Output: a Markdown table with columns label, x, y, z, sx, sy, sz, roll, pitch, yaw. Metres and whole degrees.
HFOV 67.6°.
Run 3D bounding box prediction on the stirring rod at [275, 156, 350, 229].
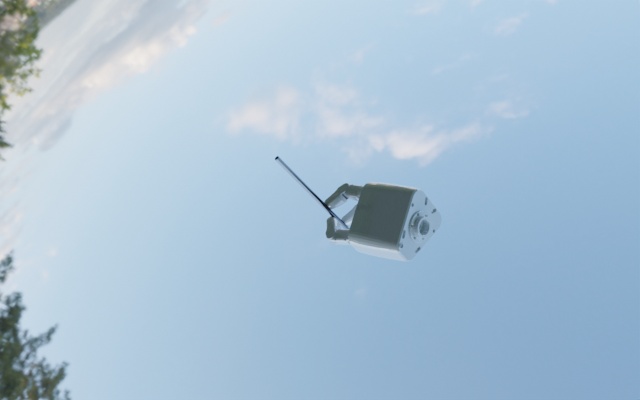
| label | x | y | z | sx | sy | sz | roll | pitch | yaw |
| --- | --- | --- | --- | --- | --- | --- | --- | --- | --- |
| stirring rod | 0.000 | 0.003 | 0.831 | 0.011 | 0.011 | 0.240 | 0 | -36 | 46 |
